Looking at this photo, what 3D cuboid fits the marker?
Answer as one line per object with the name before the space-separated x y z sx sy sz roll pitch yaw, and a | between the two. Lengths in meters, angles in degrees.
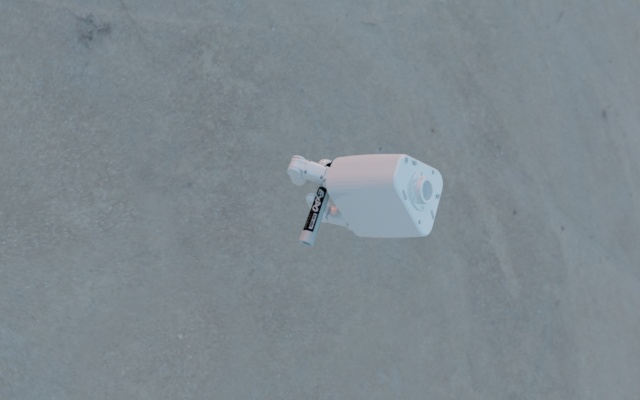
marker | 0.000 0.002 0.631 0.020 0.121 0.020 17 -21 7
